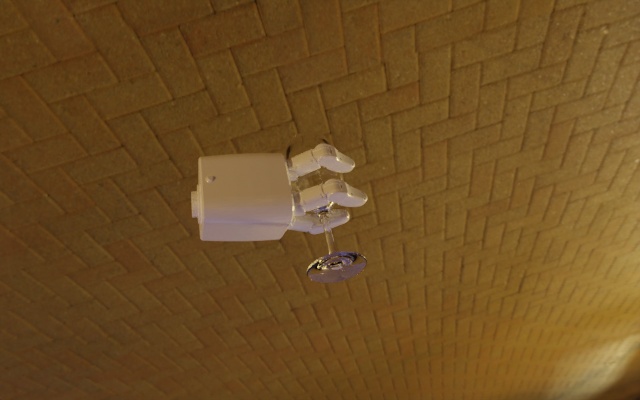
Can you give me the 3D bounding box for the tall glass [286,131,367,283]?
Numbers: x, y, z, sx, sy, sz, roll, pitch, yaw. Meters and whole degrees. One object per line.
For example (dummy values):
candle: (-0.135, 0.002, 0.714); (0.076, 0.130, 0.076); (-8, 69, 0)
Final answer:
tall glass: (0.000, 0.003, 0.626); (0.079, 0.201, 0.079); (-9, -35, -6)
